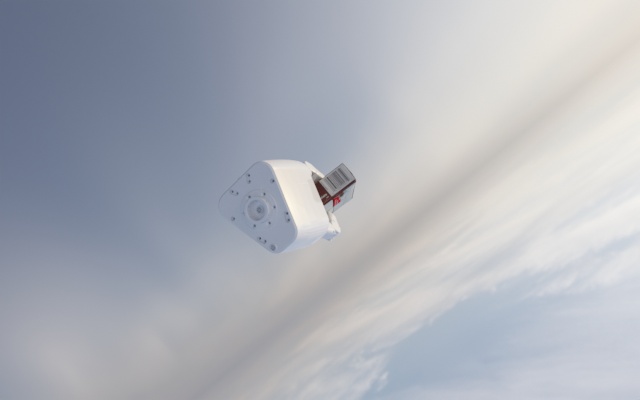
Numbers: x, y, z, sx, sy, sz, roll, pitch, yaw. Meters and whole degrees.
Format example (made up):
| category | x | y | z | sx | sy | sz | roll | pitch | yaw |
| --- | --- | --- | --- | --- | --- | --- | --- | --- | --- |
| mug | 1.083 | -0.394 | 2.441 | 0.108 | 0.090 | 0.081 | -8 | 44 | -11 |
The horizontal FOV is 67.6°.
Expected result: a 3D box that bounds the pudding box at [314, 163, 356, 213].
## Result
| category | x | y | z | sx | sy | sz | roll | pitch | yaw |
| --- | --- | --- | --- | --- | --- | --- | --- | --- | --- |
| pudding box | 0.000 | 0.003 | 0.735 | 0.113 | 0.039 | 0.090 | -35 | -13 | -10 |
